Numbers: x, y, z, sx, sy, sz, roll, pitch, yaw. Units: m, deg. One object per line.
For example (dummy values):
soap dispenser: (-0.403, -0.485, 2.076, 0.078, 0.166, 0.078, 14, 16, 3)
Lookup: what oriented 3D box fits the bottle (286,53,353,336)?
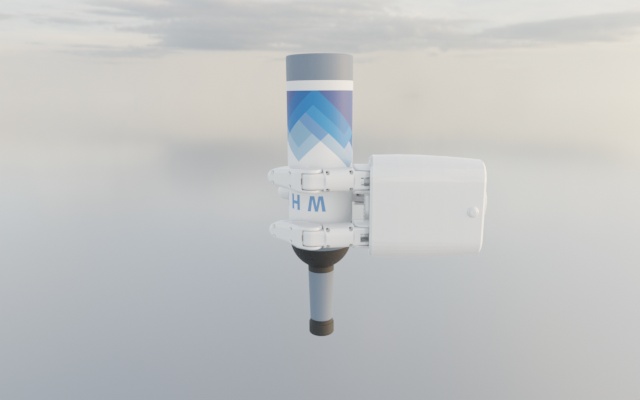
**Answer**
bottle: (0.000, 0.001, 0.501, 0.069, 0.296, 0.069, 0, 12, 0)
